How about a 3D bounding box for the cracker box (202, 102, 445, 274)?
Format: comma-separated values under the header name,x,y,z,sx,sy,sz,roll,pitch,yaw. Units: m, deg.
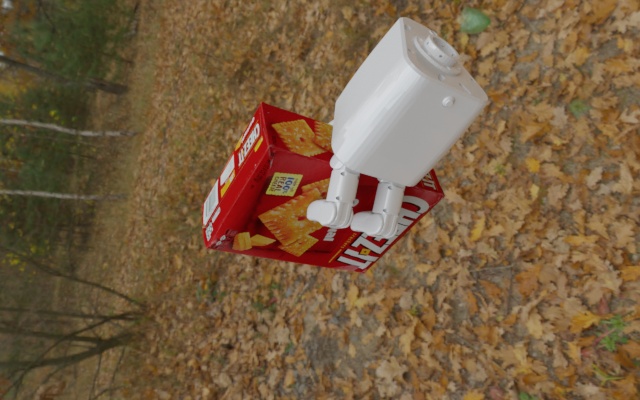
name,x,y,z,sx,sy,sz,roll,pitch,yaw
cracker box,0.000,0.002,0.523,0.214,0.072,0.164,14,-45,-29
